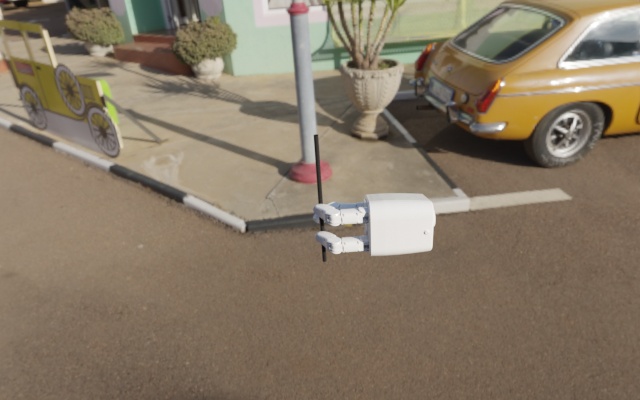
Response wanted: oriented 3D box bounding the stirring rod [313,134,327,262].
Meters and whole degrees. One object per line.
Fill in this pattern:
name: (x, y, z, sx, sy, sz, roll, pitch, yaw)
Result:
stirring rod: (0.000, 0.003, 0.817, 0.011, 0.240, 0.011, -3, 27, 2)
